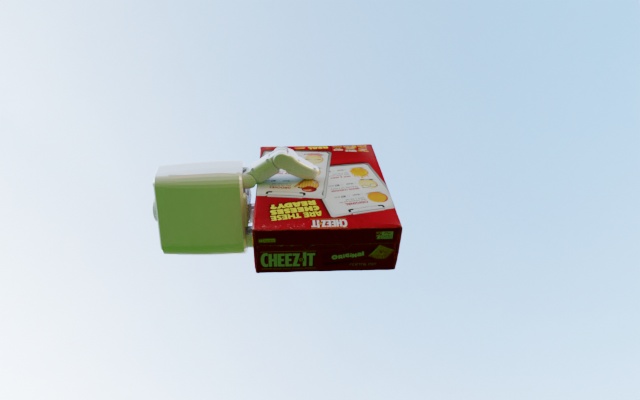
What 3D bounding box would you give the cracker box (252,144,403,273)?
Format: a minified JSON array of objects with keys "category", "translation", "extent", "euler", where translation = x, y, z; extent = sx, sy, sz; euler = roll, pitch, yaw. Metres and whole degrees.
[{"category":"cracker box","translation":[0.000,0.002,0.613],"extent":[0.164,0.072,0.213],"euler":[-1,32,-4]}]
